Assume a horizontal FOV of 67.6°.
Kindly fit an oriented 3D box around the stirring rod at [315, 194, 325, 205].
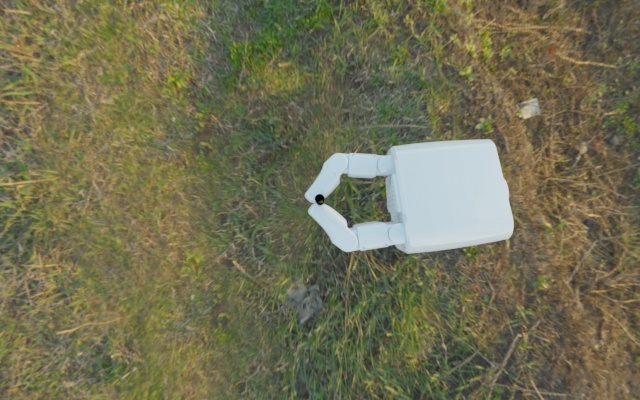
[{"bbox_3d":[0.000,0.002,0.505,0.011,0.011,0.239,0,-1,0],"label":"stirring rod"}]
